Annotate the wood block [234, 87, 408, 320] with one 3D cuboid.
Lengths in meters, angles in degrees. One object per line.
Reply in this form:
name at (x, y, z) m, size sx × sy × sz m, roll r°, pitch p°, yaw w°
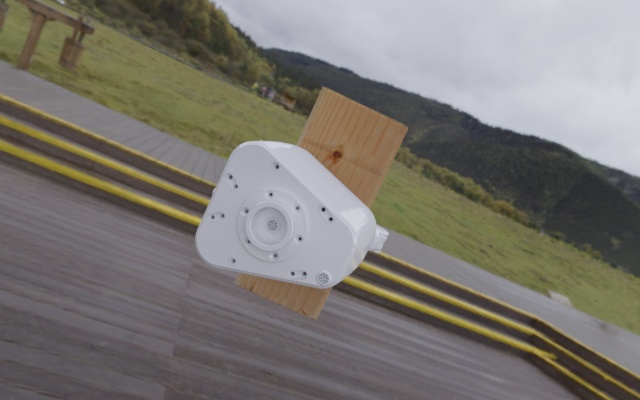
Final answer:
wood block at (0.000, 0.002, 0.492) m, size 0.091 × 0.206 × 0.090 m, roll 25°, pitch 7°, yaw -1°
